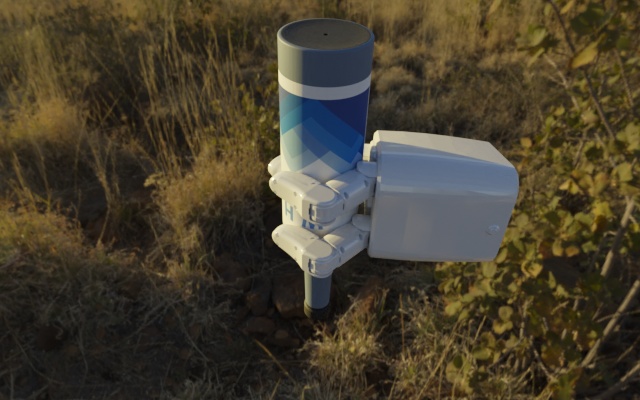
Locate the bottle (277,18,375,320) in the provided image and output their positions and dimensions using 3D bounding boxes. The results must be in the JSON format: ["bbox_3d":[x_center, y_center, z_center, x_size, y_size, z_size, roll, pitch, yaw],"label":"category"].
[{"bbox_3d":[0.000,0.001,0.417,0.069,0.296,0.069,1,38,-1],"label":"bottle"}]
